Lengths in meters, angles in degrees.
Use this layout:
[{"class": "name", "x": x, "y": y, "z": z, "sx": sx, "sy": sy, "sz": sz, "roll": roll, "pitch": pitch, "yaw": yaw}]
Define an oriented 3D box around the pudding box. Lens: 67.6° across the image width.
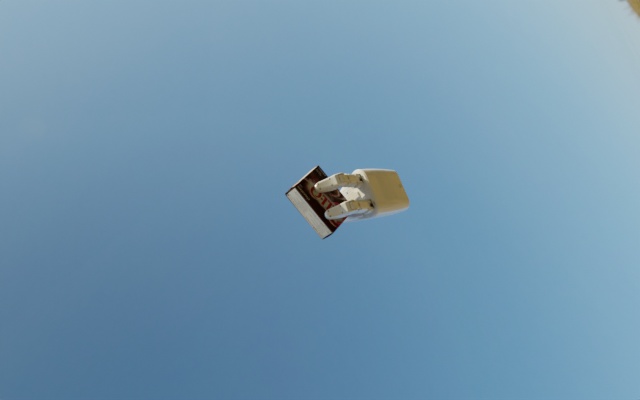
[{"class": "pudding box", "x": 0.000, "y": 0.003, "z": 0.889, "sx": 0.039, "sy": 0.113, "sz": 0.090, "roll": -38, "pitch": 5, "yaw": 41}]
